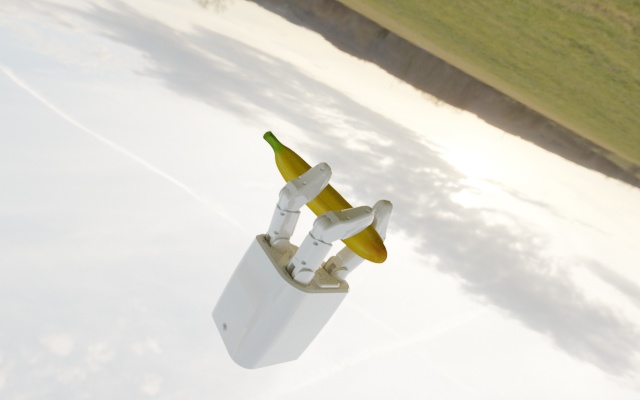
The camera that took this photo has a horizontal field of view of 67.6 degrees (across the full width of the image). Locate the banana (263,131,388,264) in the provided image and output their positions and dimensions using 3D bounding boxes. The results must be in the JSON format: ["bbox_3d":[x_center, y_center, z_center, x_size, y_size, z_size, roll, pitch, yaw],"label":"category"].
[{"bbox_3d":[0.005,0.003,0.520,0.197,0.037,0.070,45,7,24],"label":"banana"}]
